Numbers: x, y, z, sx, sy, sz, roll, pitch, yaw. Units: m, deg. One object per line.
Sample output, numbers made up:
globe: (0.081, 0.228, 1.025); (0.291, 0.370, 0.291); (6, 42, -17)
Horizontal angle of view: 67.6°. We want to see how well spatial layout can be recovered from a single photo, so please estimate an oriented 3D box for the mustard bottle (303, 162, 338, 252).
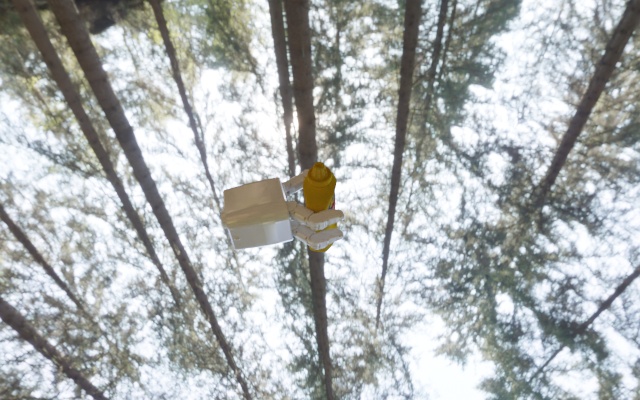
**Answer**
mustard bottle: (0.000, 0.003, 0.850); (0.058, 0.096, 0.192); (7, -38, 9)
